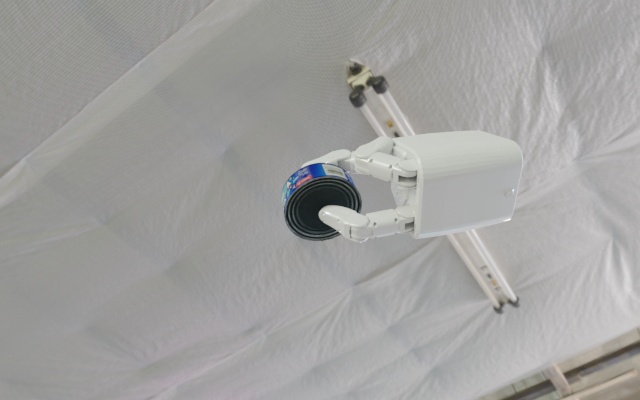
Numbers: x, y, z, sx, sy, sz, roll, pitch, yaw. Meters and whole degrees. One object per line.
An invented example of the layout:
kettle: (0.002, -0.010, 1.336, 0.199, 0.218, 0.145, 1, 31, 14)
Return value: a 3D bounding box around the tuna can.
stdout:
tuna can: (0.000, 0.001, 0.527, 0.086, 0.086, 0.033, 0, 35, -15)
